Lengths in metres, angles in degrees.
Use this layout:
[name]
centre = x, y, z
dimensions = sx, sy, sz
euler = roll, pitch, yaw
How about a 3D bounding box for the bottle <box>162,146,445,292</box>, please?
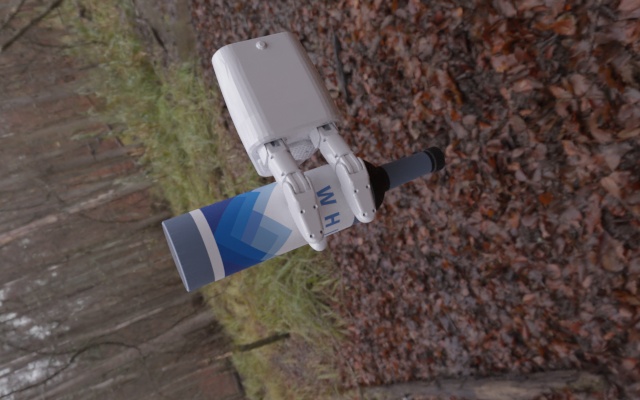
[bottle]
centre = 0.000, 0.002, 0.474
dimensions = 0.295, 0.069, 0.069
euler = -21, 8, -21
